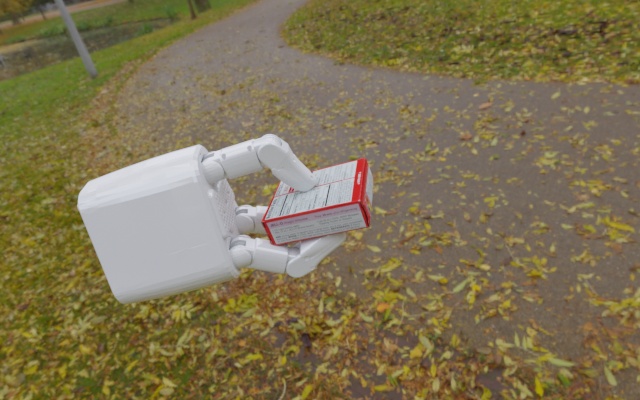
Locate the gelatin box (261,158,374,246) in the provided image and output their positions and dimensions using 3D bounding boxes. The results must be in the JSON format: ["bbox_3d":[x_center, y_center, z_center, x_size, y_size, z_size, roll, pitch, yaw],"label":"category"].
[{"bbox_3d":[0.000,0.001,0.418,0.089,0.030,0.073,-13,29,17],"label":"gelatin box"}]
